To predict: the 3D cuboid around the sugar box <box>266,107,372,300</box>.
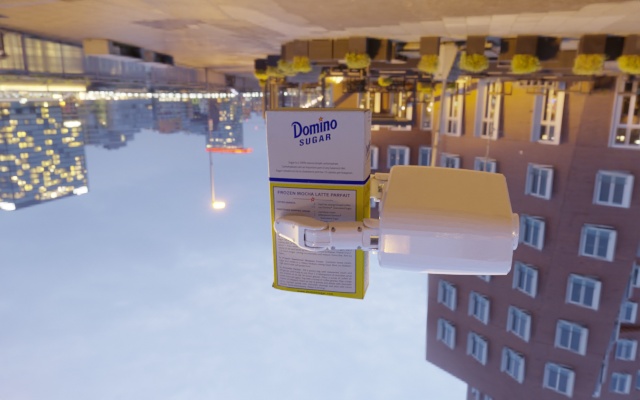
[{"bbox_3d":[0.000,0.001,0.453,0.093,0.176,0.048,4,13,13],"label":"sugar box"}]
